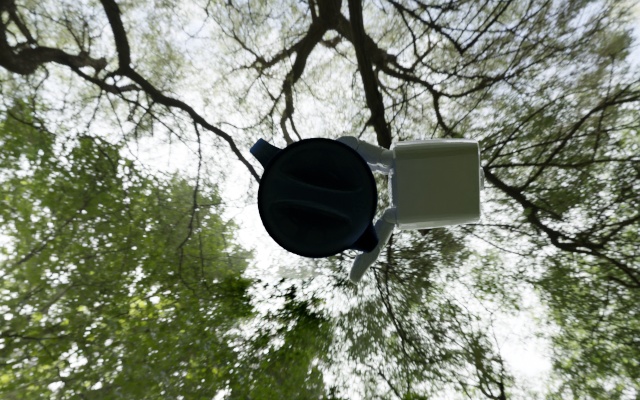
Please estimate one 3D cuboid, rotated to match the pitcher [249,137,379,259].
[{"bbox_3d":[0.000,0.002,0.632,0.145,0.149,0.243,-6,-7,5],"label":"pitcher"}]
